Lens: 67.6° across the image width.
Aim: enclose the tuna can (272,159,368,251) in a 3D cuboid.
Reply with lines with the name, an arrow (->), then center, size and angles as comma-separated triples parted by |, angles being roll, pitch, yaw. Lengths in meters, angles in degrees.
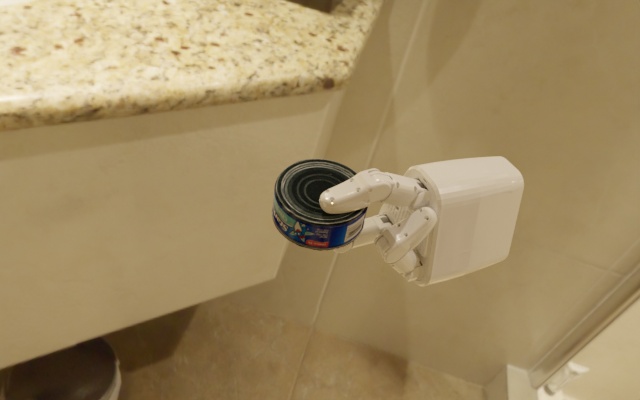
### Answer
tuna can -> 0.000, 0.001, 0.428 | 0.086, 0.086, 0.034 | 5, -45, -5
